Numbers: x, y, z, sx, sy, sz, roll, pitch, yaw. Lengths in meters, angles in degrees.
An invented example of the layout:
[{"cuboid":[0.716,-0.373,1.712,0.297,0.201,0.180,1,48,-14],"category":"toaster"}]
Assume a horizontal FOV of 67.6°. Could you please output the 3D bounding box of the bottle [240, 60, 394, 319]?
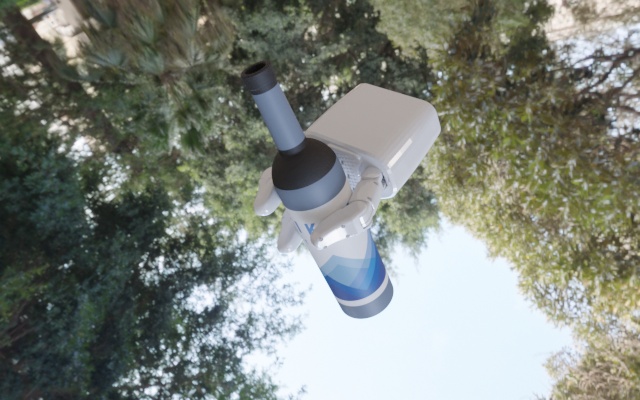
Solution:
[{"cuboid":[0.000,0.002,0.472,0.069,0.296,0.069,-17,35,13],"category":"bottle"}]
